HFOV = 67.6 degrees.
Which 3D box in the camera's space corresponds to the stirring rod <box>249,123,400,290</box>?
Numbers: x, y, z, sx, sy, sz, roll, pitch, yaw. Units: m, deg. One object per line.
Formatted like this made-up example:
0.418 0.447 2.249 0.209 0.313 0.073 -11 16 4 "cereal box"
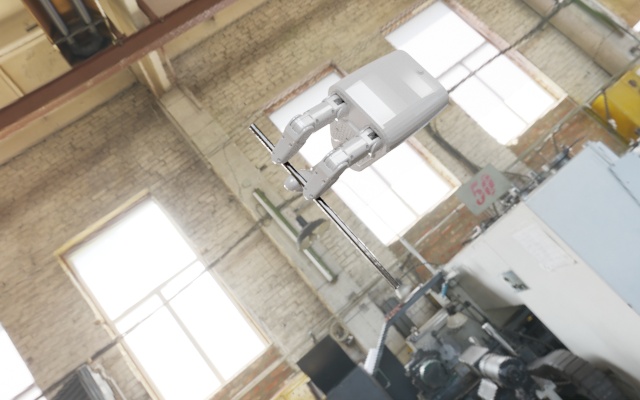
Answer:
0.000 0.002 0.512 0.011 0.239 0.011 -39 -15 -13 "stirring rod"
